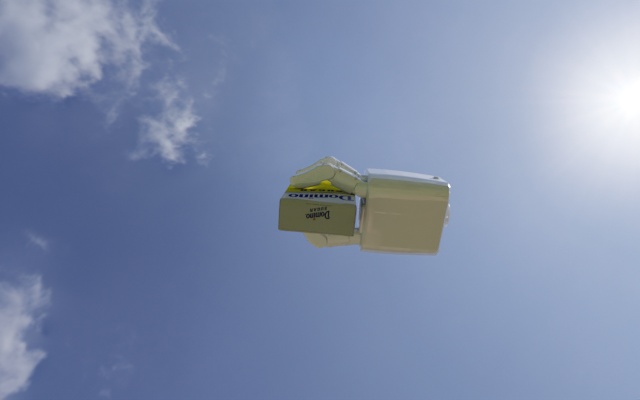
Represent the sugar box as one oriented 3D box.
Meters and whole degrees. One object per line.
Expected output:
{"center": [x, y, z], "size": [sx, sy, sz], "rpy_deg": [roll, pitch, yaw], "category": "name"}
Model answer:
{"center": [0.000, 0.002, 0.642], "size": [0.093, 0.048, 0.176], "rpy_deg": [5, 10, 1], "category": "sugar box"}
